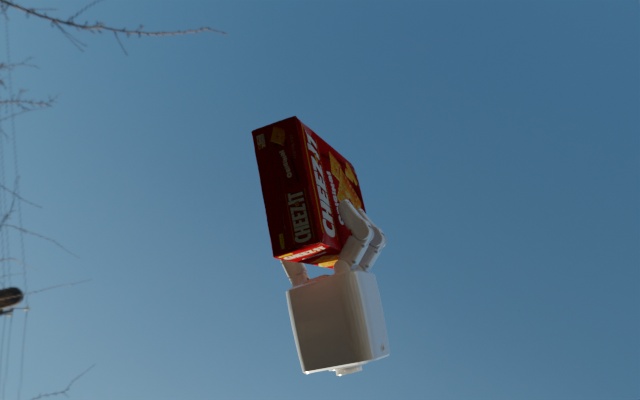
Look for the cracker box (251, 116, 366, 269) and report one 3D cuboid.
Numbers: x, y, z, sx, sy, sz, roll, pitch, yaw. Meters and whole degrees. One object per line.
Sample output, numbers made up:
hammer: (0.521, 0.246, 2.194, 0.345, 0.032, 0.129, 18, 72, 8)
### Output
cracker box: (0.000, 0.002, 0.647, 0.072, 0.164, 0.214, -18, -18, 18)
